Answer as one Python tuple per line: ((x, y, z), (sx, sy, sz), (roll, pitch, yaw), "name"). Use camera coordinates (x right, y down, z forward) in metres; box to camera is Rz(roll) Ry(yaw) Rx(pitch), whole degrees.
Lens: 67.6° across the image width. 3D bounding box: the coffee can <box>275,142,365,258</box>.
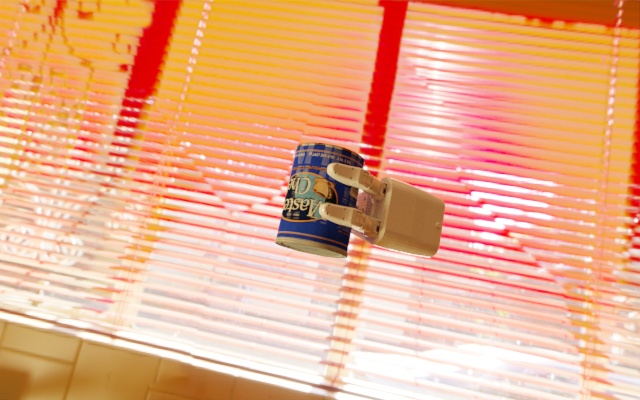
((0.000, 0.002, 0.673), (0.103, 0.140, 0.103), (11, -12, 2), "coffee can")
